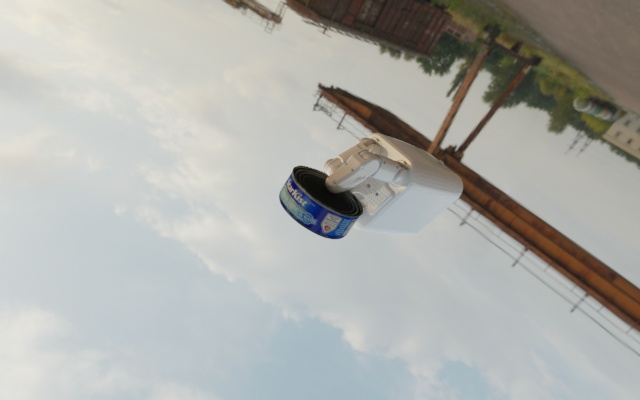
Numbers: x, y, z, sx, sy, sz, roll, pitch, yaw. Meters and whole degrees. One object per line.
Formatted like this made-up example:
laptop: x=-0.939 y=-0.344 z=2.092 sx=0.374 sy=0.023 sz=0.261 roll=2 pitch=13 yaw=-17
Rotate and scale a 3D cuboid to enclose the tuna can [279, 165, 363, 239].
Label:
tuna can: x=0.000 y=0.002 z=0.501 sx=0.086 sy=0.034 sz=0.086 roll=29 pitch=21 yaw=-12
